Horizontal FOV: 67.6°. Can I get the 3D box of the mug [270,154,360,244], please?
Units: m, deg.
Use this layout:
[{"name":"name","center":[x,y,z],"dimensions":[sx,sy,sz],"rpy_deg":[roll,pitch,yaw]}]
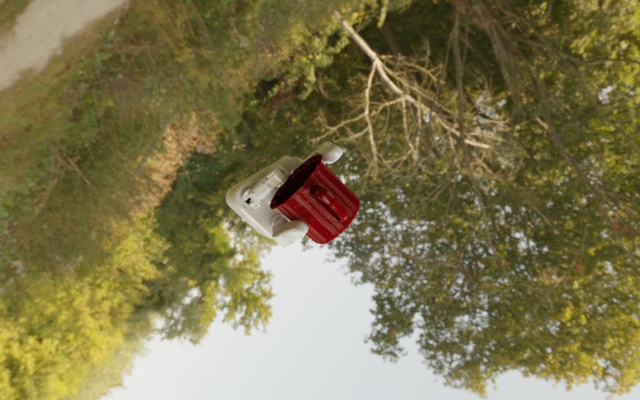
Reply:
[{"name":"mug","center":[0.001,0.002,0.600],"dimensions":[0.081,0.093,0.117],"rpy_deg":[43,-13,-16]}]
